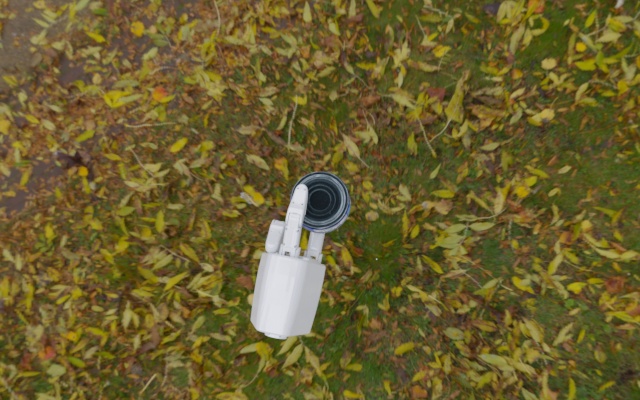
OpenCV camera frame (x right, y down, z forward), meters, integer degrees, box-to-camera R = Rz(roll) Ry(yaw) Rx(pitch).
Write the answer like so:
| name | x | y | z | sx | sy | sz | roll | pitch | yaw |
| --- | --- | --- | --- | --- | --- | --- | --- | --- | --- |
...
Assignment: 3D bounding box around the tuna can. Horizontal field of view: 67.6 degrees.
| name | x | y | z | sx | sy | sz | roll | pitch | yaw |
| --- | --- | --- | --- | --- | --- | --- | --- | --- | --- |
| tuna can | 0.000 | 0.002 | 0.683 | 0.086 | 0.086 | 0.034 | 0 | -12 | 6 |
